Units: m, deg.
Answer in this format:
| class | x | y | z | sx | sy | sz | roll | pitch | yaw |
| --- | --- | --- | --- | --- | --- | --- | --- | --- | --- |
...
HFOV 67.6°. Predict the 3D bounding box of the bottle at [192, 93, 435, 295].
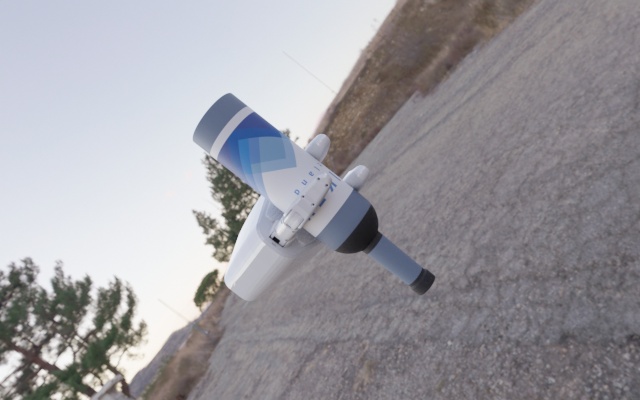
| class | x | y | z | sx | sy | sz | roll | pitch | yaw |
| --- | --- | --- | --- | --- | --- | --- | --- | --- | --- |
| bottle | 0.000 | 0.001 | 0.515 | 0.296 | 0.069 | 0.069 | 38 | -1 | -1 |
